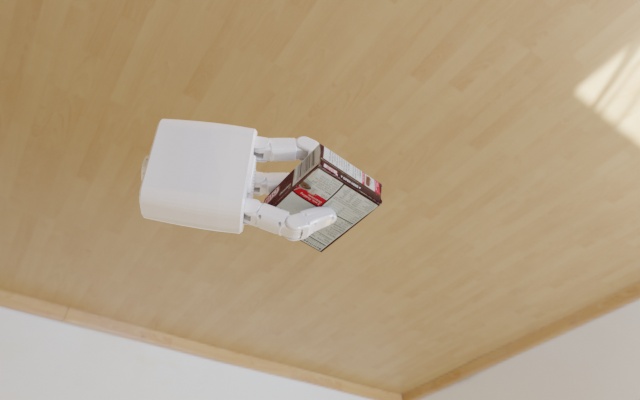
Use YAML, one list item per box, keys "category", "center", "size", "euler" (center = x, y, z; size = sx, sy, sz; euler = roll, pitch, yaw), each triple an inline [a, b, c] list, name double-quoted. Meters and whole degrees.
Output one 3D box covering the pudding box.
- category: "pudding box"
  center: [0.000, 0.002, 0.540]
  size: [0.090, 0.039, 0.113]
  euler: [30, -49, -23]
